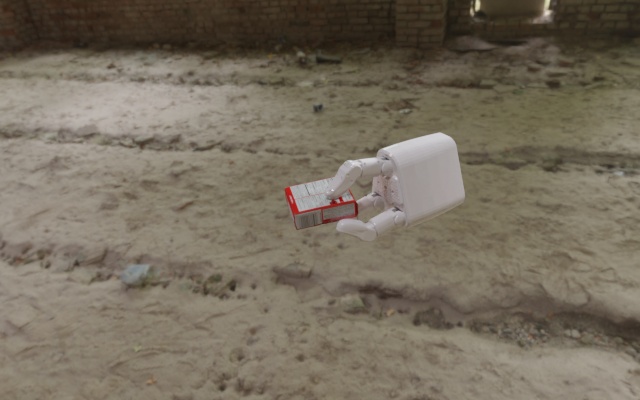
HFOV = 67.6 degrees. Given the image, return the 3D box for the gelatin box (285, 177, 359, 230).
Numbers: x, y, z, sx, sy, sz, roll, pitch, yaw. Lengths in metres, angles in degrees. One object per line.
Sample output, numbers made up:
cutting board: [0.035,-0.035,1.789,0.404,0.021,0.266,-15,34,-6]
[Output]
gelatin box: [0.000,0.002,0.668,0.089,0.030,0.073,-12,34,-9]
